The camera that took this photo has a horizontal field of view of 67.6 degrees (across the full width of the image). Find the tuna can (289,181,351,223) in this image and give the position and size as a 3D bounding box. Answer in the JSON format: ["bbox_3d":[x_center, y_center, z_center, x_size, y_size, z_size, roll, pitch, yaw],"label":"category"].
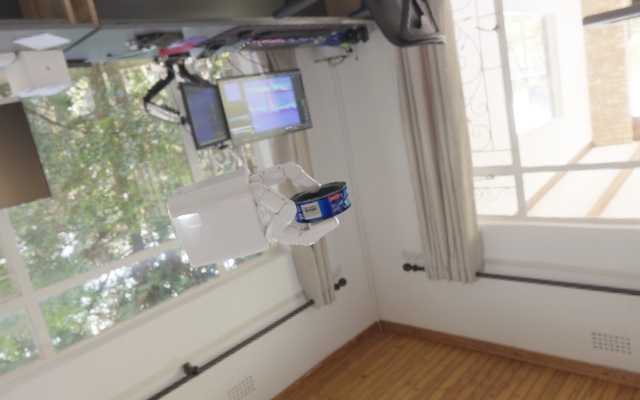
[{"bbox_3d":[0.000,0.003,0.681,0.086,0.034,0.086,-17,12,4],"label":"tuna can"}]
